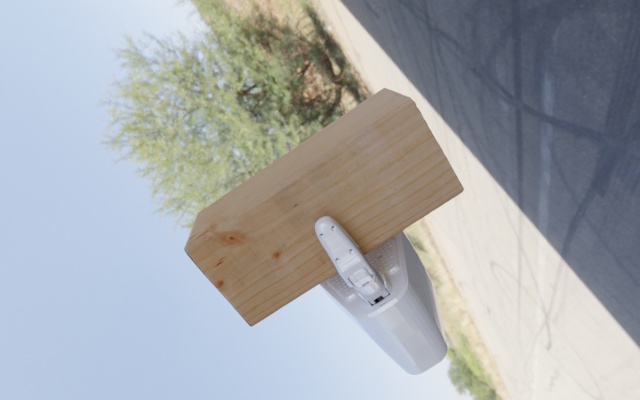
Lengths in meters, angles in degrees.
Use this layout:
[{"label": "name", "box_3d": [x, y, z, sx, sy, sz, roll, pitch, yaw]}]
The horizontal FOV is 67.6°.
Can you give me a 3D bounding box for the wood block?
[{"label": "wood block", "box_3d": [0.000, 0.002, 0.409, 0.206, 0.090, 0.090, -34, 20, 5]}]
